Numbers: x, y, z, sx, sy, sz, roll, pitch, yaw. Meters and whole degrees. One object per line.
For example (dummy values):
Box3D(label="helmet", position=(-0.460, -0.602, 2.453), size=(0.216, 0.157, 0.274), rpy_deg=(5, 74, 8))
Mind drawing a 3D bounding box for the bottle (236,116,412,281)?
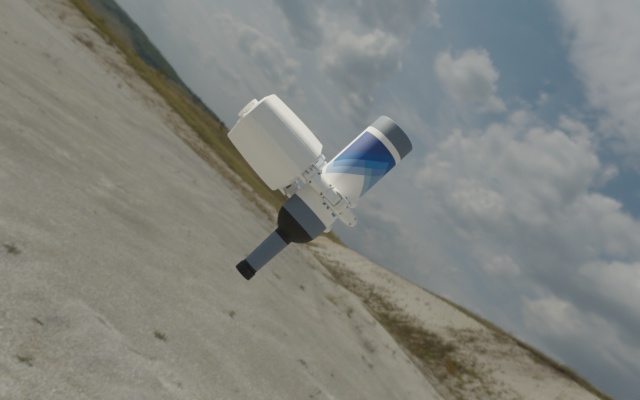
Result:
Box3D(label="bottle", position=(0.000, 0.002, 0.671), size=(0.295, 0.069, 0.069), rpy_deg=(-42, 5, -5))
